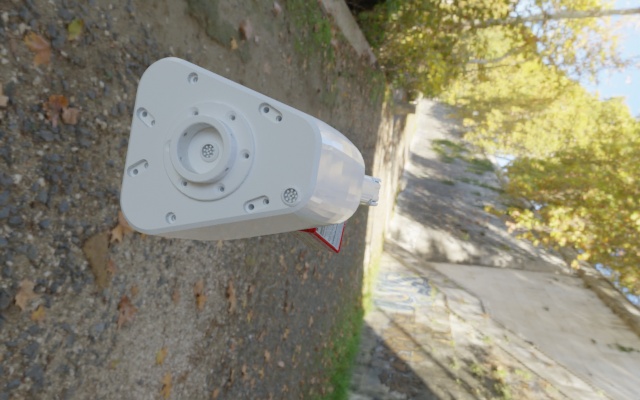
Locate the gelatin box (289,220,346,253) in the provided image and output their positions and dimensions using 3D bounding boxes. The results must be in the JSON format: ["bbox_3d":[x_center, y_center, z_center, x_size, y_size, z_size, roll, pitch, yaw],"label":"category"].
[{"bbox_3d":[0.001,0.002,0.419,0.030,0.073,0.089,7,-15,19],"label":"gelatin box"}]
